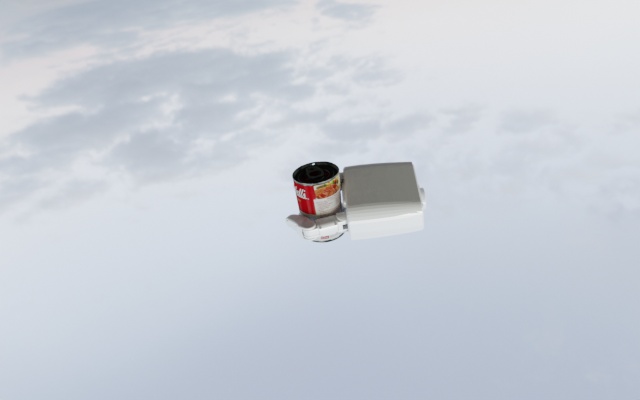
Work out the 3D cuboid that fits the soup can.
[{"bbox_3d":[0.000,0.003,0.704,0.068,0.102,0.068,-7,31,4],"label":"soup can"}]
